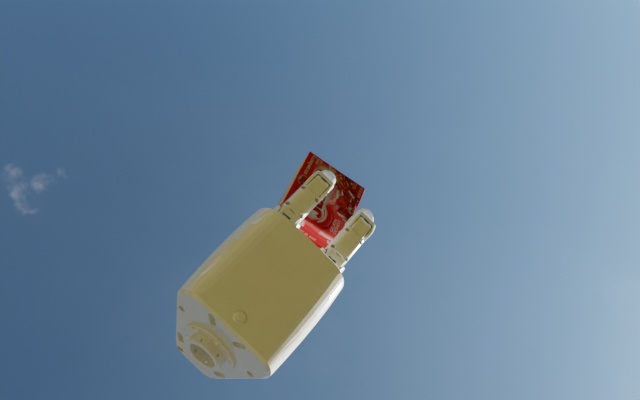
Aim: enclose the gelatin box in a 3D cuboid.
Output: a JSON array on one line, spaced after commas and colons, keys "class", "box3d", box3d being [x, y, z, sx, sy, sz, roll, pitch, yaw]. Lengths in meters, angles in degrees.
[{"class": "gelatin box", "box3d": [0.000, 0.002, 0.491, 0.073, 0.089, 0.030, 33, -46, -8]}]
